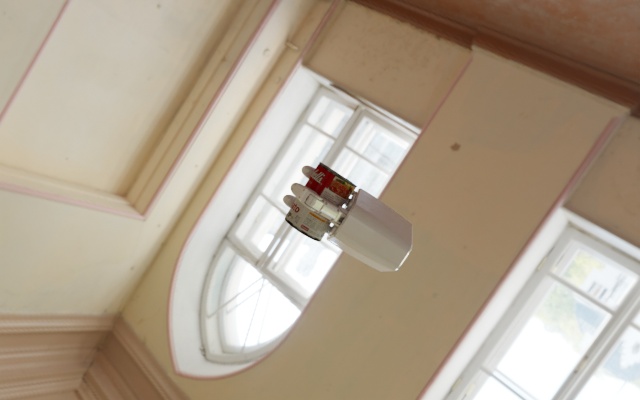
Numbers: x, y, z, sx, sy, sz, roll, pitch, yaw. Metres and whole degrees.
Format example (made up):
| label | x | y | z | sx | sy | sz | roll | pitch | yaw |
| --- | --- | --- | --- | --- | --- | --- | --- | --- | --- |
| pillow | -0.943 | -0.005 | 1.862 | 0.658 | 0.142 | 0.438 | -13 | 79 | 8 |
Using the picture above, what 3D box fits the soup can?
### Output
| label | x | y | z | sx | sy | sz | roll | pitch | yaw |
| --- | --- | --- | --- | --- | --- | --- | --- | --- | --- |
| soup can | 0.000 | 0.002 | 0.722 | 0.068 | 0.102 | 0.068 | 33 | 5 | -3 |
